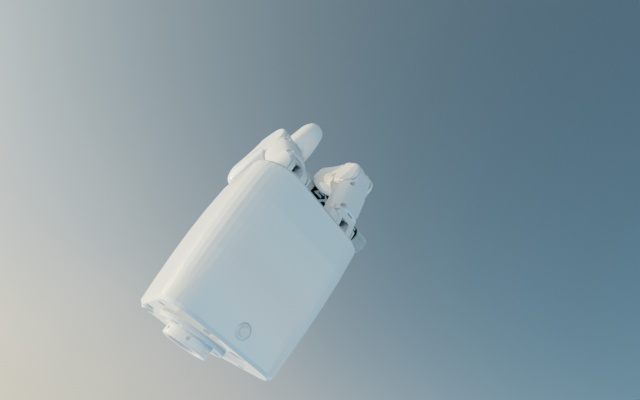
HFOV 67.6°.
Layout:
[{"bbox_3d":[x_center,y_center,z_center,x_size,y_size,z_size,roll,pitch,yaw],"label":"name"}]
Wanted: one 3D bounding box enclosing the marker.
[{"bbox_3d":[0.000,0.001,0.418,0.020,0.020,0.121,0,-43,51],"label":"marker"}]
